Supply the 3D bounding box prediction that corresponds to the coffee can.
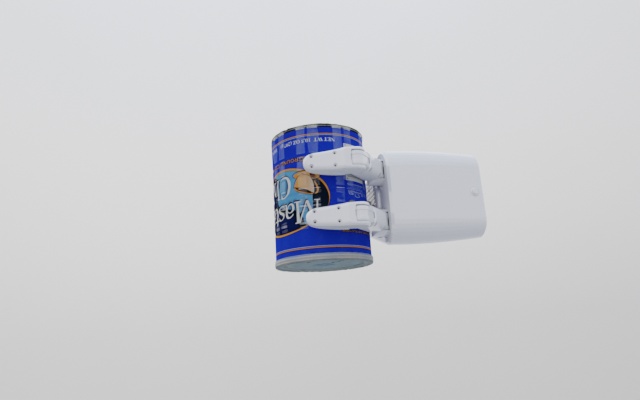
[{"bbox_3d":[0.000,0.002,0.516,0.103,0.140,0.103,-3,-14,-1],"label":"coffee can"}]
